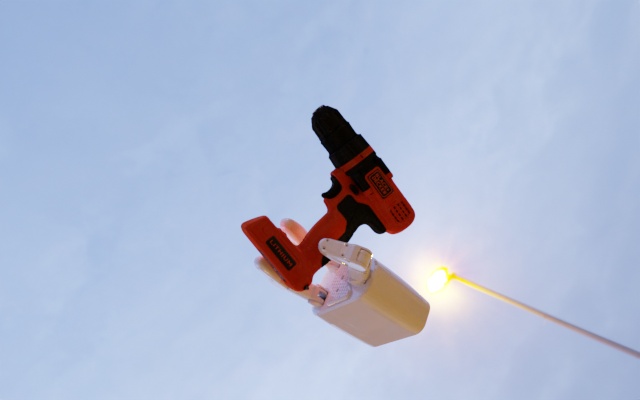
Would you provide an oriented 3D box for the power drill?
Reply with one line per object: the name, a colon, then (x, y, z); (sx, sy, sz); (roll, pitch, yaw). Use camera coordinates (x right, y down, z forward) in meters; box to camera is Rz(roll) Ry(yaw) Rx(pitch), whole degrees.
power drill: (0.000, 0.002, 0.573); (0.187, 0.184, 0.057); (-38, 3, -12)
